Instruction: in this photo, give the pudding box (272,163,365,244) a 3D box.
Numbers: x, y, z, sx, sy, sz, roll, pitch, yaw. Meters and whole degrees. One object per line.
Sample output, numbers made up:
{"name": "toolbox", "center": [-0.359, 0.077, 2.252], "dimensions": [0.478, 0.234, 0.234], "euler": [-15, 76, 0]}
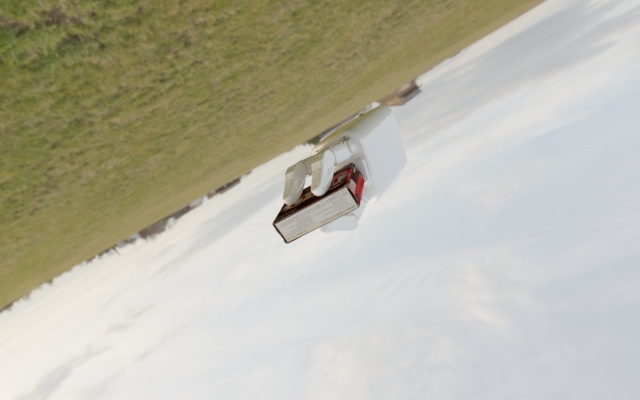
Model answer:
{"name": "pudding box", "center": [0.000, 0.002, 0.622], "dimensions": [0.113, 0.039, 0.090], "euler": [-30, 13, 19]}
